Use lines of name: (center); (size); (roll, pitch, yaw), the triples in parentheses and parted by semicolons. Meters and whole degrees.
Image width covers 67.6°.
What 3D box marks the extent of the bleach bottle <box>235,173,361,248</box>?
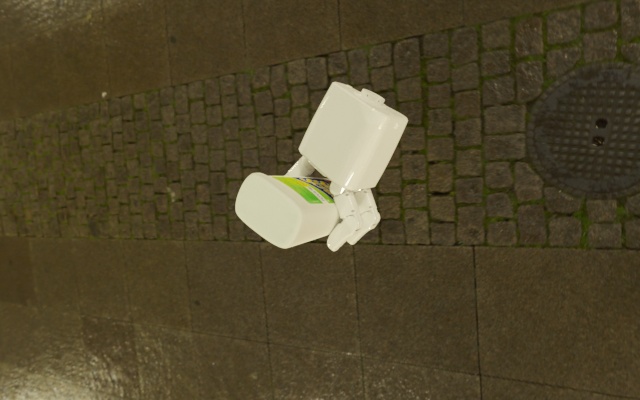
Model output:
bleach bottle: (0.000, 0.002, 0.676); (0.102, 0.068, 0.251); (36, 22, 23)
